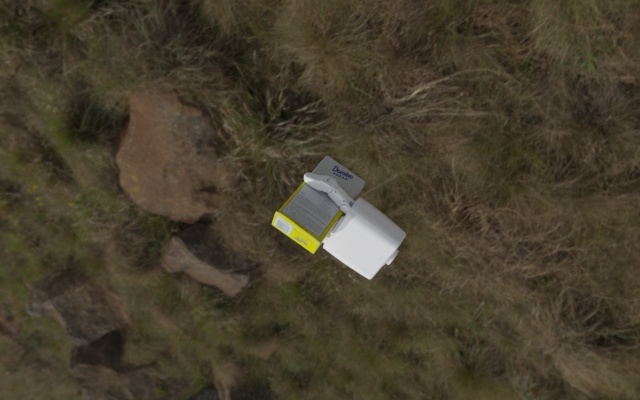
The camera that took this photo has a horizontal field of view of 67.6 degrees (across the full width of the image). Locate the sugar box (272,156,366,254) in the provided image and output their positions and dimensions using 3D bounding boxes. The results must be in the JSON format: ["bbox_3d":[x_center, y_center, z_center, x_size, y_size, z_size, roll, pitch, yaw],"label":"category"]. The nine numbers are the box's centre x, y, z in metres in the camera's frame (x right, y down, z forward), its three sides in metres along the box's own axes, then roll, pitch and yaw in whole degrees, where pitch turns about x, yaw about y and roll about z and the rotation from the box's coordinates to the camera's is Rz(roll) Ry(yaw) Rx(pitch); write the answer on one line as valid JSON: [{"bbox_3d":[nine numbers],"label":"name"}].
[{"bbox_3d":[0.000,0.003,0.861,0.176,0.093,0.048,-50,-7,-41],"label":"sugar box"}]
